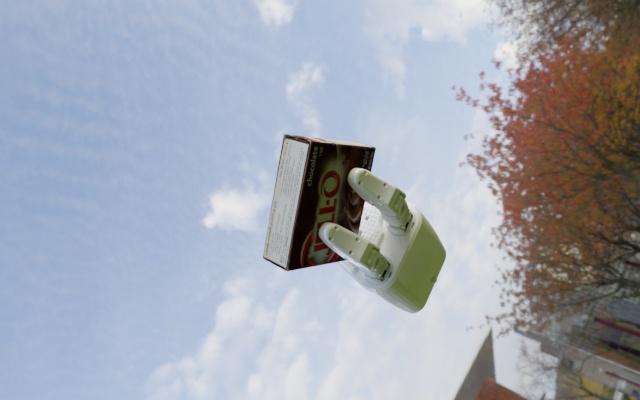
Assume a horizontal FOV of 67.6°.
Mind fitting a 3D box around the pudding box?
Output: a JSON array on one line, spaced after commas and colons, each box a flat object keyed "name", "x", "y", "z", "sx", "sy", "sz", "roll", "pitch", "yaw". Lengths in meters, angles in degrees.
[{"name": "pudding box", "x": 0.000, "y": 0.001, "z": 0.426, "sx": 0.039, "sy": 0.113, "sz": 0.090, "roll": 17, "pitch": 13, "yaw": 39}]
